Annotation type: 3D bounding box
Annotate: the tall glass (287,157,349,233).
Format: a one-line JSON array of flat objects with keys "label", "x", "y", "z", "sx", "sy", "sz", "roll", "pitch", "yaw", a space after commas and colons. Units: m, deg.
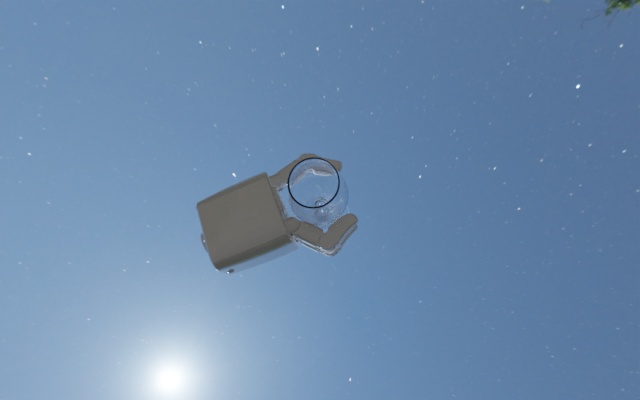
[{"label": "tall glass", "x": 0.000, "y": 0.002, "z": 0.650, "sx": 0.079, "sy": 0.079, "sz": 0.201, "roll": 0, "pitch": -14, "yaw": 5}]
